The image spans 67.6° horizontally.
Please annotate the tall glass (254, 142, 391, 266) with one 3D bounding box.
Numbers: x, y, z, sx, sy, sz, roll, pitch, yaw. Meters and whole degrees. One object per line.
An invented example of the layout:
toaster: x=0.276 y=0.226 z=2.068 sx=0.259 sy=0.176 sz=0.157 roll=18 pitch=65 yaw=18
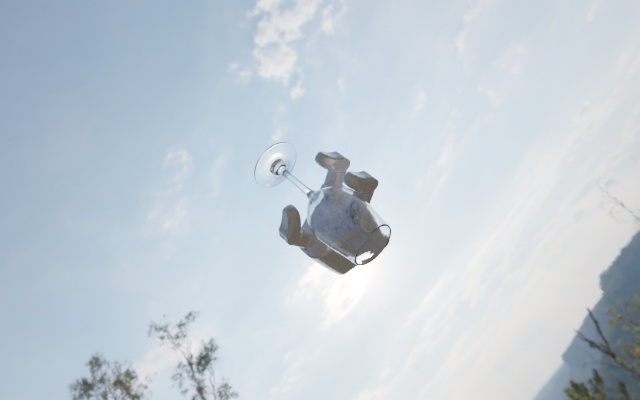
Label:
tall glass: x=0.000 y=0.002 z=0.631 sx=0.079 sy=0.079 sz=0.201 roll=0 pitch=32 yaw=-50
